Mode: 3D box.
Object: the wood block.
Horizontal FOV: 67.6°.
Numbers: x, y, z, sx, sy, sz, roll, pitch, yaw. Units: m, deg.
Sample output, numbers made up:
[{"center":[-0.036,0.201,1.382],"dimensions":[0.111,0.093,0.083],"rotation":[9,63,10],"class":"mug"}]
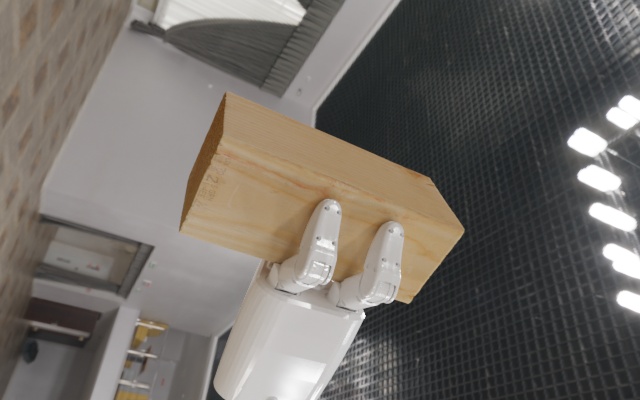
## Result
[{"center":[0.000,0.002,0.401],"dimensions":[0.206,0.090,0.090],"rotation":[20,26,-21],"class":"wood block"}]
